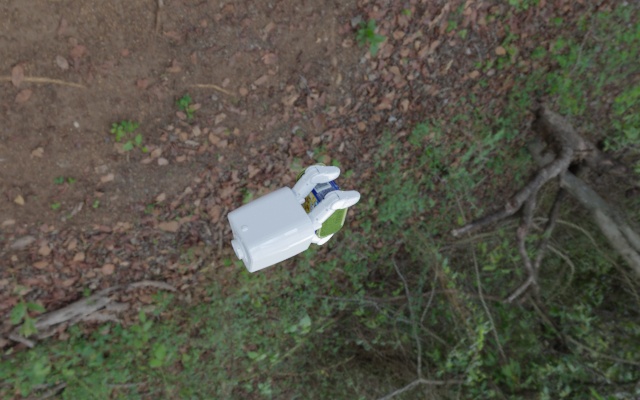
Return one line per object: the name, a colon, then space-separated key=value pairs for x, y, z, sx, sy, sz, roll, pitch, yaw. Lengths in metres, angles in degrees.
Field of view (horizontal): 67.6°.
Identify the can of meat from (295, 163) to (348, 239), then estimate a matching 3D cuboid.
can of meat: x=0.000 y=0.003 z=0.802 sx=0.057 sy=0.084 sz=0.102 roll=-21 pitch=-33 yaw=-22
